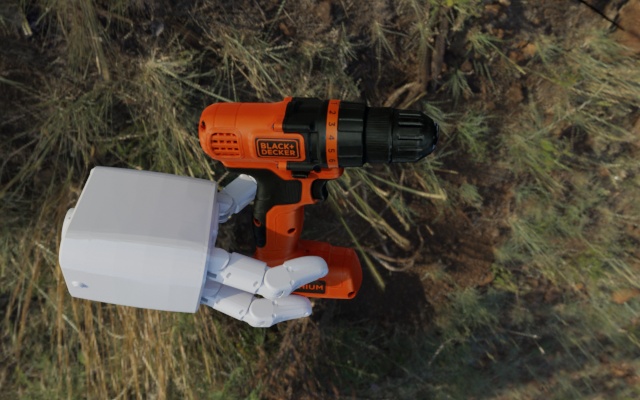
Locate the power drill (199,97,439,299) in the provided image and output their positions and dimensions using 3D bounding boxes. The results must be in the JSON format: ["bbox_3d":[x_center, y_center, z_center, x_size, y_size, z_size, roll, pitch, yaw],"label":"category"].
[{"bbox_3d":[0.000,0.002,0.412,0.184,0.188,0.057,4,36,8],"label":"power drill"}]
